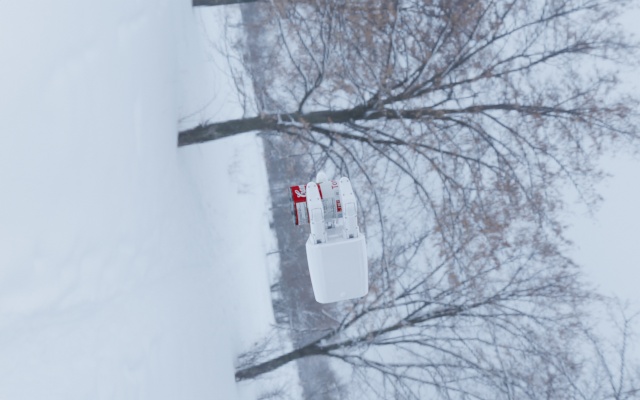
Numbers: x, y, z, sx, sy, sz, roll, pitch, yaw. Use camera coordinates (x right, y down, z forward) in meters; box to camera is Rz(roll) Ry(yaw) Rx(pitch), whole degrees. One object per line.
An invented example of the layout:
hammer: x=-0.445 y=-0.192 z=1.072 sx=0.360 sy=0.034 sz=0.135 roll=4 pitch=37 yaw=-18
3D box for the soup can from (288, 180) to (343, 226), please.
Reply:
soup can: x=0.000 y=0.002 z=0.817 sx=0.102 sy=0.068 sz=0.068 roll=-9 pitch=1 yaw=-6
